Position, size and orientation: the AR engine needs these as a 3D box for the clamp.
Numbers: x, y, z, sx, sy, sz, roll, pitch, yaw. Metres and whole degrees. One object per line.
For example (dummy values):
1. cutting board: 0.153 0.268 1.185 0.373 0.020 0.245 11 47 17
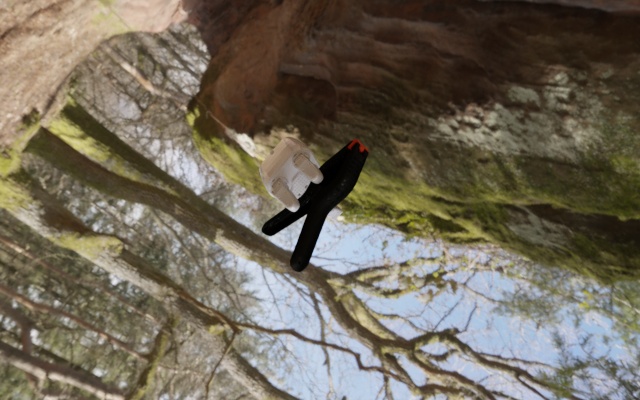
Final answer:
1. clamp: 0.001 0.002 0.703 0.036 0.210 0.164 39 5 -28
